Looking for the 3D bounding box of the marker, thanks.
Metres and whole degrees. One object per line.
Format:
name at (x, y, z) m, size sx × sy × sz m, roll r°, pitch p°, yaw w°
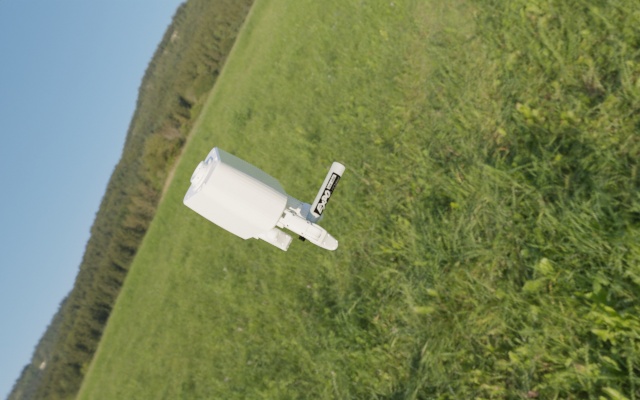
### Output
marker at (0.000, 0.002, 0.671) m, size 0.020 × 0.121 × 0.020 m, roll 26°, pitch -9°, yaw 5°
